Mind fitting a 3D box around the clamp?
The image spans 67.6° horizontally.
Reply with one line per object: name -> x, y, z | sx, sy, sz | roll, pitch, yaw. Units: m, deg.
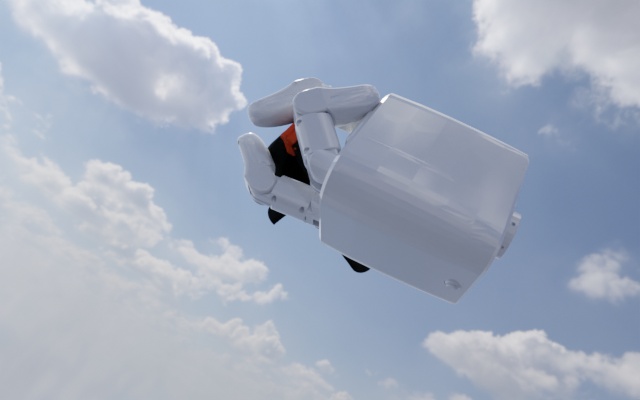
clamp -> 0.000, 0.001, 0.409 | 0.120, 0.039, 0.172 | 26, -25, 13
